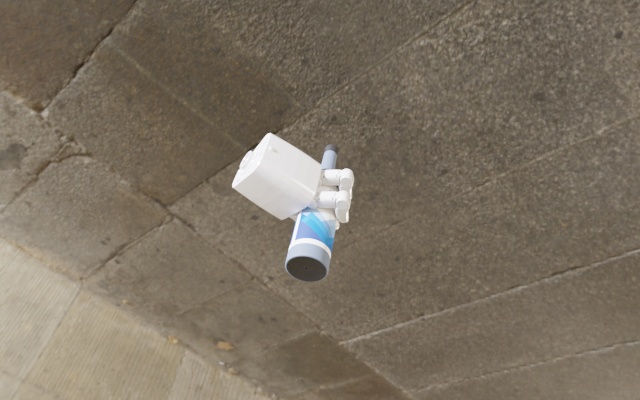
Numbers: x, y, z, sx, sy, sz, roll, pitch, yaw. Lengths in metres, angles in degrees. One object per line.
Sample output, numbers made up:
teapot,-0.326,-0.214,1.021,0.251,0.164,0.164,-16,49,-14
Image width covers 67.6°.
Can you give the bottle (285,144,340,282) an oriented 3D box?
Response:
bottle,0.000,0.003,0.828,0.069,0.069,0.295,0,44,12
